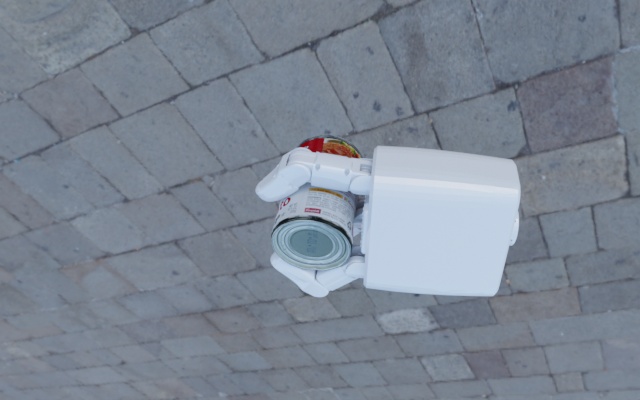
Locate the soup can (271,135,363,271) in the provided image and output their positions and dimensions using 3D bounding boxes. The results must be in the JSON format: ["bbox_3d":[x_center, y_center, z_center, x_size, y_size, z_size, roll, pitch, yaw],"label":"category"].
[{"bbox_3d":[0.000,0.001,0.412,0.068,0.102,0.069,6,-44,6],"label":"soup can"}]
